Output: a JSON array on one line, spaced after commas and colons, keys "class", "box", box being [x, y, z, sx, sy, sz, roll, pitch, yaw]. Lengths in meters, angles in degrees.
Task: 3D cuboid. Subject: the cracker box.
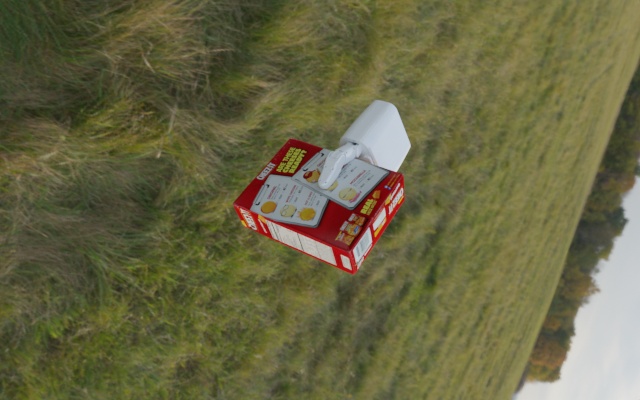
[{"class": "cracker box", "box": [0.000, 0.002, 0.746, 0.213, 0.164, 0.072, 20, -34, 28]}]
